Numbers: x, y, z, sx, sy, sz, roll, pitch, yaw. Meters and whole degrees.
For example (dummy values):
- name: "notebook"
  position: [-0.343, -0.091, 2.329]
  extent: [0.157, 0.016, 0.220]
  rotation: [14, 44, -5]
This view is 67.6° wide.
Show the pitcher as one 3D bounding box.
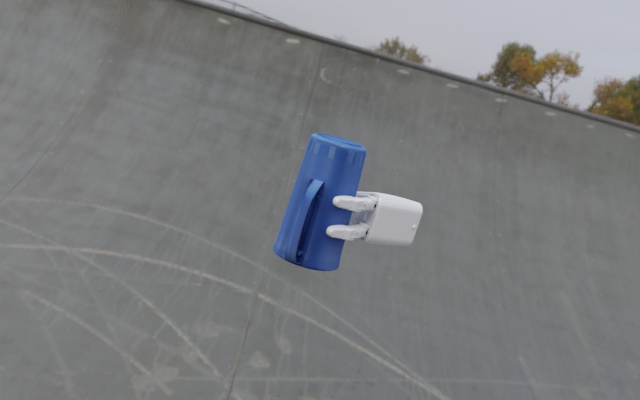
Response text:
- name: "pitcher"
  position: [0.000, 0.003, 0.894]
  extent: [0.145, 0.243, 0.149]
  rotation: [10, 13, -27]
